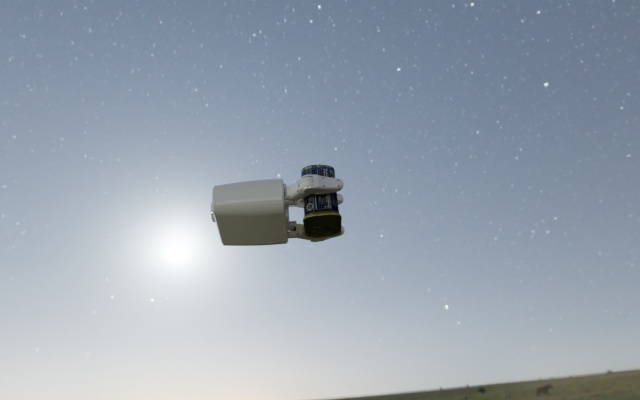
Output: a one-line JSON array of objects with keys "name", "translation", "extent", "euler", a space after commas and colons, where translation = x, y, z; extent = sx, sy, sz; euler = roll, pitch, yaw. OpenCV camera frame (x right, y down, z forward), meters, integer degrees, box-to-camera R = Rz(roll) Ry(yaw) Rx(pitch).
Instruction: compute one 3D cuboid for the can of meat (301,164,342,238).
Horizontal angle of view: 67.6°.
[{"name": "can of meat", "translation": [0.000, 0.002, 0.740], "extent": [0.057, 0.084, 0.102], "euler": [-5, -23, 0]}]
